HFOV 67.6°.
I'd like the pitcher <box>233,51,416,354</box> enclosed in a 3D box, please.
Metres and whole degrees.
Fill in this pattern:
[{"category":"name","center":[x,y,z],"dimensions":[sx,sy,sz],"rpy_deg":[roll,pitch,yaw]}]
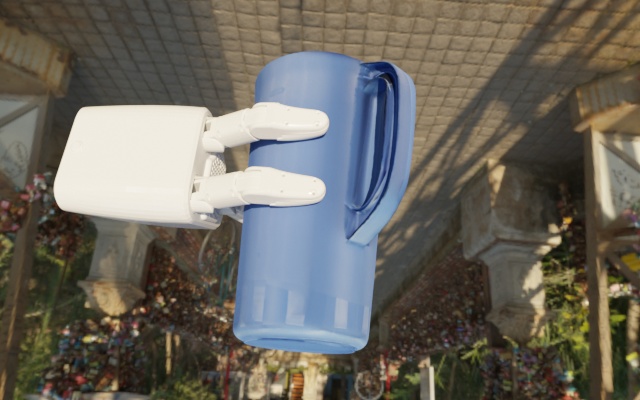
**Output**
[{"category":"pitcher","center":[0.000,0.001,0.413],"dimensions":[0.145,0.242,0.149],"rpy_deg":[3,-22,4]}]
